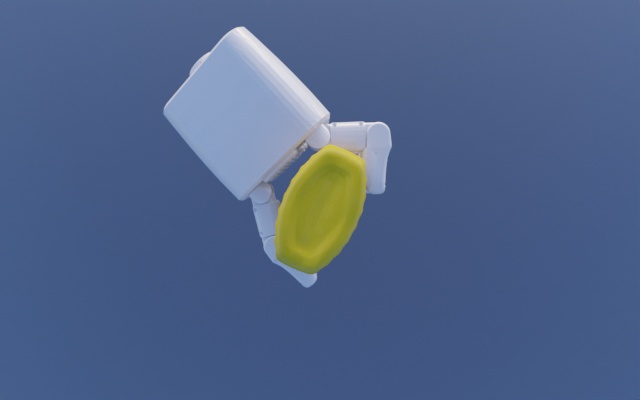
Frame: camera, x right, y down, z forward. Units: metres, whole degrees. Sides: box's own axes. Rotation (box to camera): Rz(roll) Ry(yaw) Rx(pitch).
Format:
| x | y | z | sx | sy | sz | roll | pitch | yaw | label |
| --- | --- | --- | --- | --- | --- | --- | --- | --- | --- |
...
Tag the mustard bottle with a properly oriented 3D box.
| x | y | z | sx | sy | sz | roll | pitch | yaw | label |
| --- | --- | --- | --- | --- | --- | --- | --- | --- | --- |
| 0.000 | 0.002 | 0.436 | 0.058 | 0.096 | 0.191 | 23 | 4 | -1 | mustard bottle |
